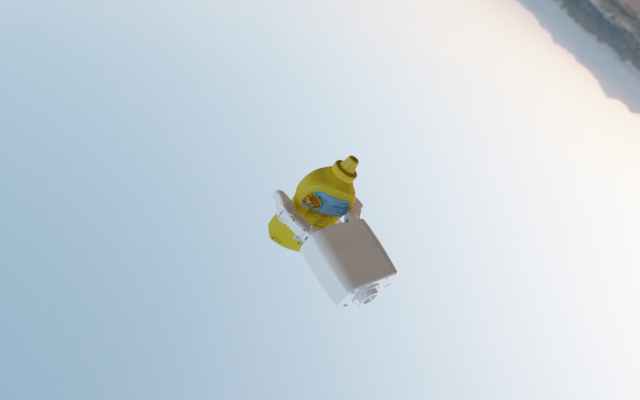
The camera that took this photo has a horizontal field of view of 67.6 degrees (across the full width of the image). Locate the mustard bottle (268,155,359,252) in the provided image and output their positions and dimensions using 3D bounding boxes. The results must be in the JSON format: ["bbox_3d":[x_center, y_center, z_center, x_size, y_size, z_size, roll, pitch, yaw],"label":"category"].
[{"bbox_3d":[0.000,0.002,0.766,0.096,0.058,0.192,20,-55,-28],"label":"mustard bottle"}]
